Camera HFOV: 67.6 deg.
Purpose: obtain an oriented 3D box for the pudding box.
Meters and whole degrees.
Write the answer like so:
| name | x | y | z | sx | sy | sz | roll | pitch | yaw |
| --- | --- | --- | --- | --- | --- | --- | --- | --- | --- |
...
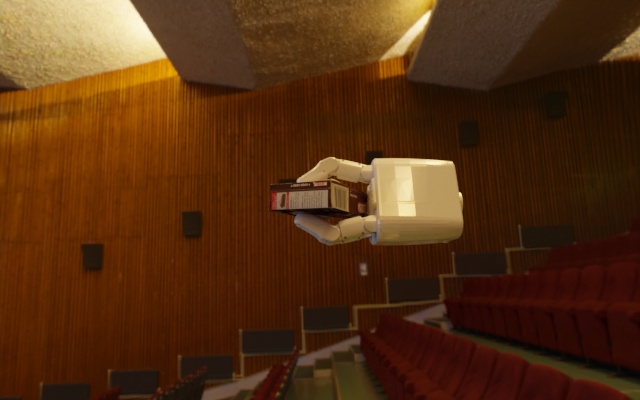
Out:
| name | x | y | z | sx | sy | sz | roll | pitch | yaw |
| --- | --- | --- | --- | --- | --- | --- | --- | --- | --- |
| pudding box | 0.000 | 0.002 | 0.622 | 0.090 | 0.039 | 0.113 | -4 | -11 | 28 |
